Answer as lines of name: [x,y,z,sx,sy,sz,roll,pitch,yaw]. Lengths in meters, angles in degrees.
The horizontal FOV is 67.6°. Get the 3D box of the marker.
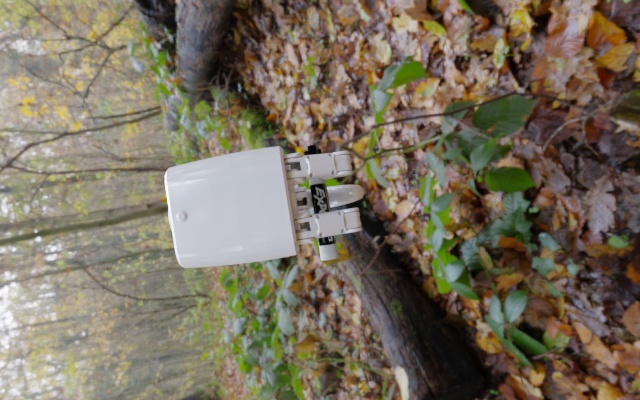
marker: [0.000,0.002,0.500,0.020,0.121,0.020,-9,-2,0]
